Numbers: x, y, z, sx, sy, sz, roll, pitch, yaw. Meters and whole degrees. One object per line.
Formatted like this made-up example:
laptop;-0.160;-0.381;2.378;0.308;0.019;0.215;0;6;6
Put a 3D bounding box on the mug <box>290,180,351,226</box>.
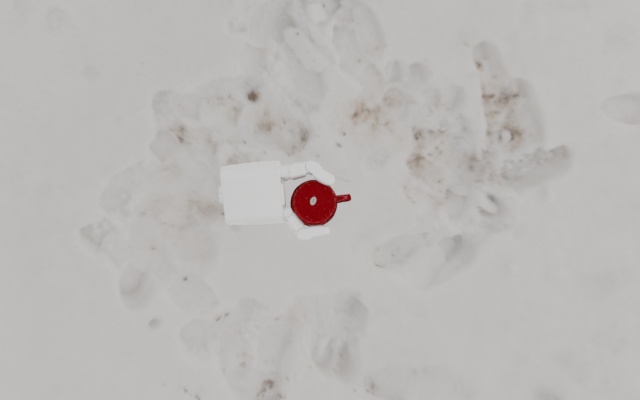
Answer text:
mug;0.002;0.003;0.899;0.117;0.093;0.081;-6;-2;-2
